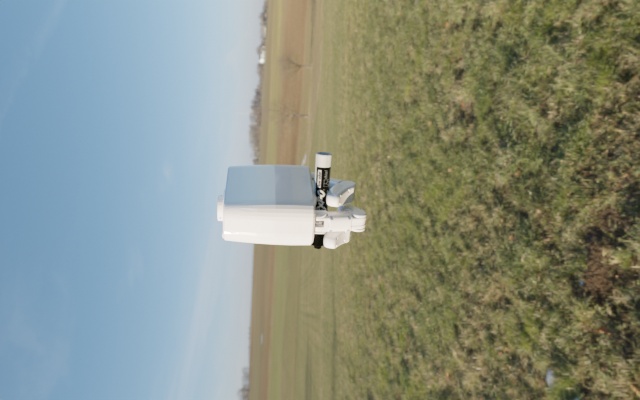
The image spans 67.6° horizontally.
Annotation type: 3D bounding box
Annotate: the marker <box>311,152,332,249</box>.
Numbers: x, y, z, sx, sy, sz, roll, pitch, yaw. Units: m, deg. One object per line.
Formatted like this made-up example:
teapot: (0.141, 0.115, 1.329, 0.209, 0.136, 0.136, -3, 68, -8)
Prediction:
marker: (0.000, 0.002, 0.580, 0.020, 0.121, 0.020, 4, 18, -1)
